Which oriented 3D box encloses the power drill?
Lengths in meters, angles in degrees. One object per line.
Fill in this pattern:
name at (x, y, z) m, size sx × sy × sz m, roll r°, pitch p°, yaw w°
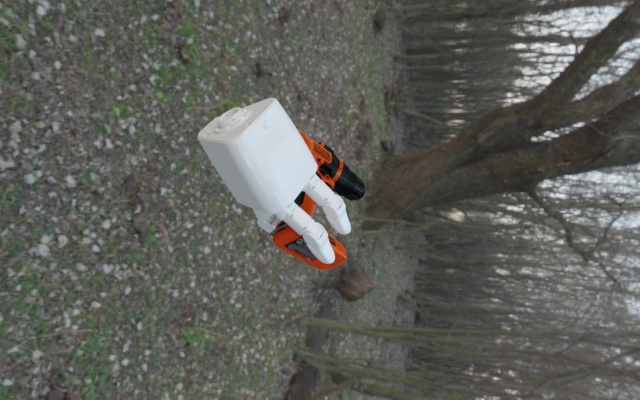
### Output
power drill at (0.000, 0.002, 0.694) m, size 0.184 × 0.187 × 0.057 m, roll 32°, pitch -47°, yaw -33°
